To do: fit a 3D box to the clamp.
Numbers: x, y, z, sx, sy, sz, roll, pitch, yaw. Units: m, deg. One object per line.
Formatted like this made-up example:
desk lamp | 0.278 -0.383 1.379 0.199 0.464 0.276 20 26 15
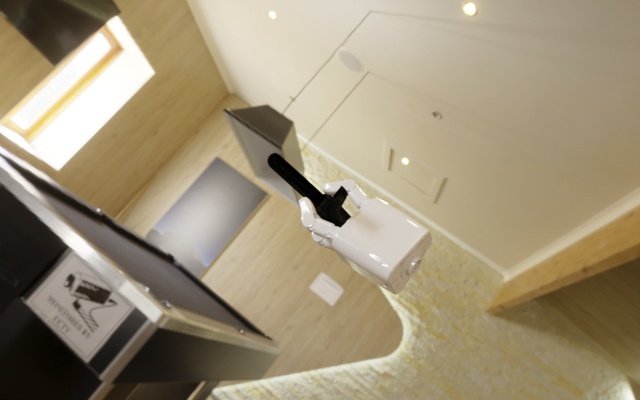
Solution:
clamp | 0.001 0.002 0.804 0.164 0.036 0.210 32 -14 30
